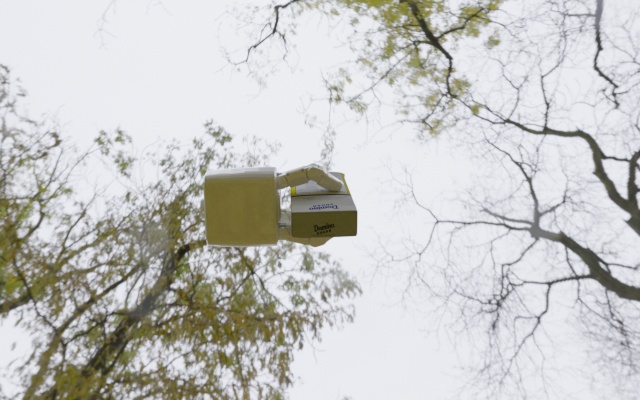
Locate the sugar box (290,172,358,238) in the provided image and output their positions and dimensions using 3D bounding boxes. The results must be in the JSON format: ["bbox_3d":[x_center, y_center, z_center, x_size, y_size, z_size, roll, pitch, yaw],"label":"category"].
[{"bbox_3d":[0.000,0.003,0.728,0.093,0.048,0.176,-1,23,-3],"label":"sugar box"}]
